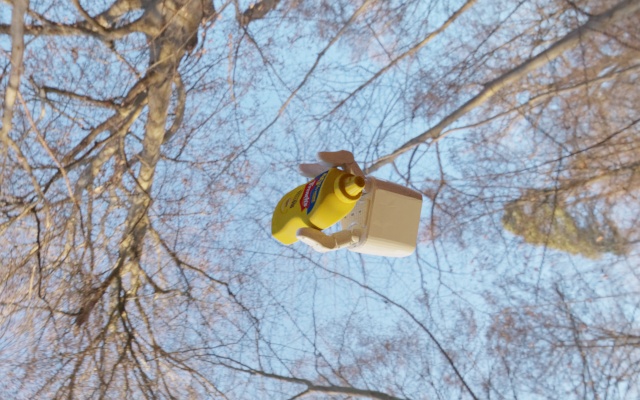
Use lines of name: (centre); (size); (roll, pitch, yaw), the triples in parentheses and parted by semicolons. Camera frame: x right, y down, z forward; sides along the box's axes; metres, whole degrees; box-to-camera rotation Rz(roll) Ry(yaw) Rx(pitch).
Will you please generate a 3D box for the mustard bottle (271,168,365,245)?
mustard bottle: (0.000, 0.002, 0.703); (0.058, 0.096, 0.192); (37, -33, -20)
